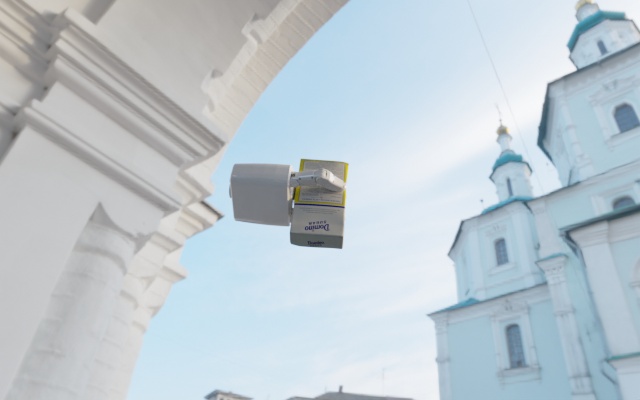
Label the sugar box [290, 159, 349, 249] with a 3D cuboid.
[{"bbox_3d":[0.000,0.003,0.857,0.093,0.176,0.048,4,-38,3],"label":"sugar box"}]
